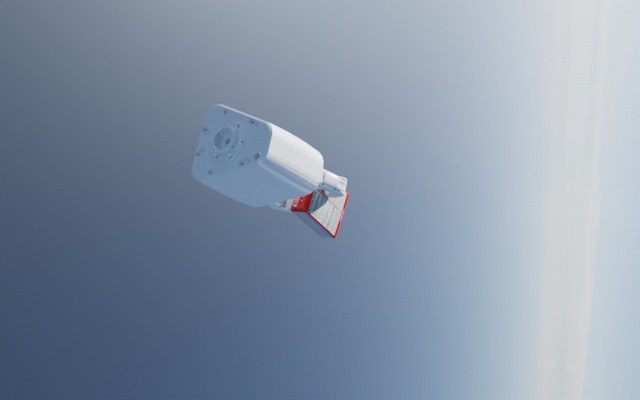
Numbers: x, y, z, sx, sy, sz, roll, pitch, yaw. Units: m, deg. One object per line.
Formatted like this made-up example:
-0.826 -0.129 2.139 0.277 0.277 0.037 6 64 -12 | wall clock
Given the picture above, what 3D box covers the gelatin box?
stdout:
0.001 0.002 0.672 0.030 0.073 0.089 1 -27 35 | gelatin box
